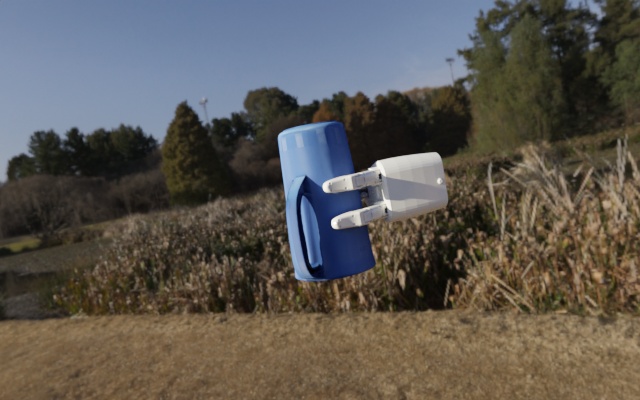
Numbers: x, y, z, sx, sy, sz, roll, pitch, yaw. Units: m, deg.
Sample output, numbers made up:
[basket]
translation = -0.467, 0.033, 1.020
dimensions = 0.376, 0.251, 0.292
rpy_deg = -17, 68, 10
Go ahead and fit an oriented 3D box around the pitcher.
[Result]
[pitcher]
translation = 0.000, 0.002, 0.760
dimensions = 0.145, 0.243, 0.149
rpy_deg = -12, 4, -14
